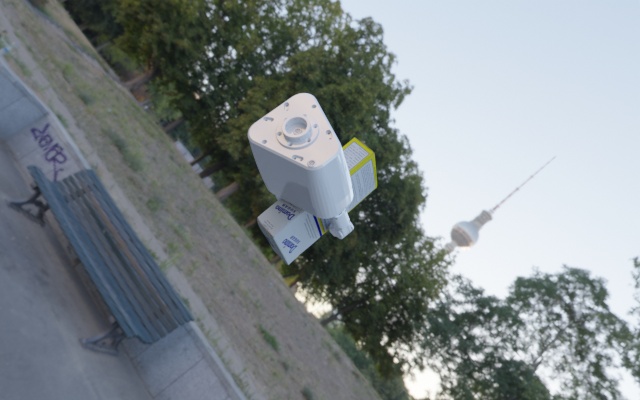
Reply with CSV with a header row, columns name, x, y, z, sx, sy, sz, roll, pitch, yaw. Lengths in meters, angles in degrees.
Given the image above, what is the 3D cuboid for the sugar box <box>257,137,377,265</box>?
name,x,y,z,sx,sy,sz,roll,pitch,yaw
sugar box,0.000,0.002,0.655,0.176,0.048,0.093,-38,-30,-13
